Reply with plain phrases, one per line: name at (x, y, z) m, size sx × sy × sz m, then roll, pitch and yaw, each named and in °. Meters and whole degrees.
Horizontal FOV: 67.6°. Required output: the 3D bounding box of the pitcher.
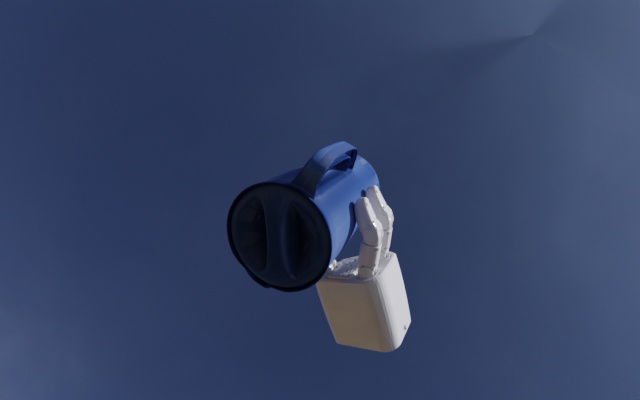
pitcher at (0.000, 0.002, 0.631) m, size 0.149 × 0.145 × 0.242 m, roll -14°, pitch 11°, yaw 27°
